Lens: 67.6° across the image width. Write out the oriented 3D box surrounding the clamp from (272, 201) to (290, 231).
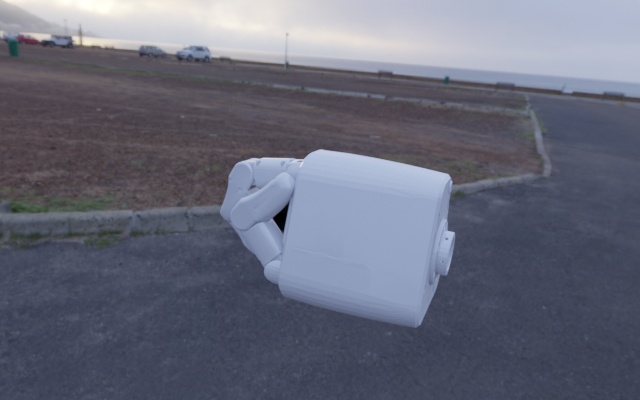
[{"bbox_3d":[0.000,0.001,0.470,0.120,0.039,0.171,11,18,21],"label":"clamp"}]
